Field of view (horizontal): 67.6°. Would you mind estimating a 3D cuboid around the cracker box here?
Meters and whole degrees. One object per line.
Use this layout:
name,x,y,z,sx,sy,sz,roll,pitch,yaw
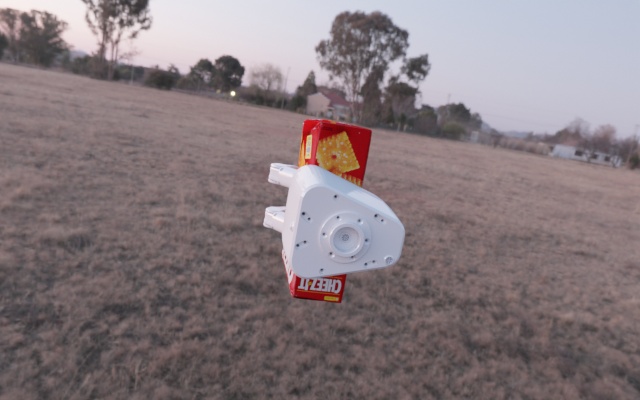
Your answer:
cracker box,0.000,0.002,0.632,0.072,0.214,0.164,8,10,-10
